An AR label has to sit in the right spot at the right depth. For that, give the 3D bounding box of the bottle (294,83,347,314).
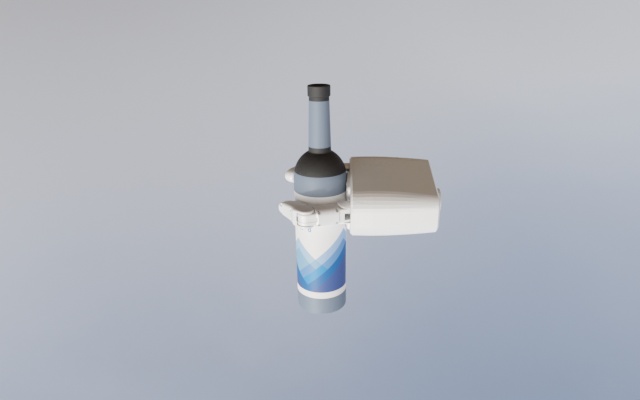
[{"bbox_3d":[0.000,0.002,0.612,0.069,0.296,0.069,-1,21,0],"label":"bottle"}]
